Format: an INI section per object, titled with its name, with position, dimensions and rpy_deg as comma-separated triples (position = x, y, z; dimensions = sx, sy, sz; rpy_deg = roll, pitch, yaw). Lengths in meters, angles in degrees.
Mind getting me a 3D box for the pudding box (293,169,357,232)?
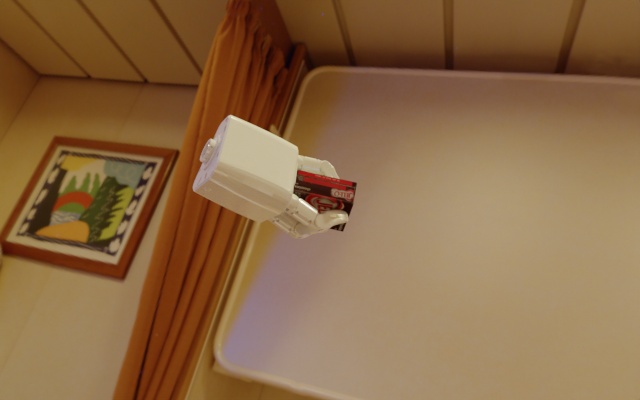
[pudding box]
position = 0.000, 0.002, 0.694
dimensions = 0.090, 0.039, 0.113
rpy_deg = 13, -22, 1
